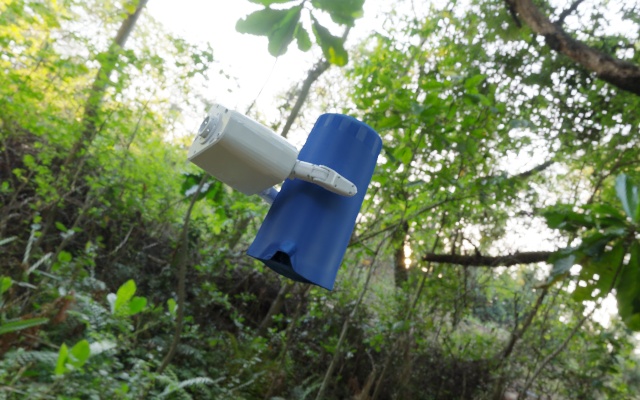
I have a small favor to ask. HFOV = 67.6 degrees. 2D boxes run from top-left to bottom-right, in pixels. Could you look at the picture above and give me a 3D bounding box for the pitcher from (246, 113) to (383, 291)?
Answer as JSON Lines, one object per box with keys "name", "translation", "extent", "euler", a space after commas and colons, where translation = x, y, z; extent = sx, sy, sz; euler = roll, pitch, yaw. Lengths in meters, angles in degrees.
{"name": "pitcher", "translation": [0.000, 0.002, 0.709], "extent": [0.145, 0.242, 0.149], "euler": [30, -12, -32]}
